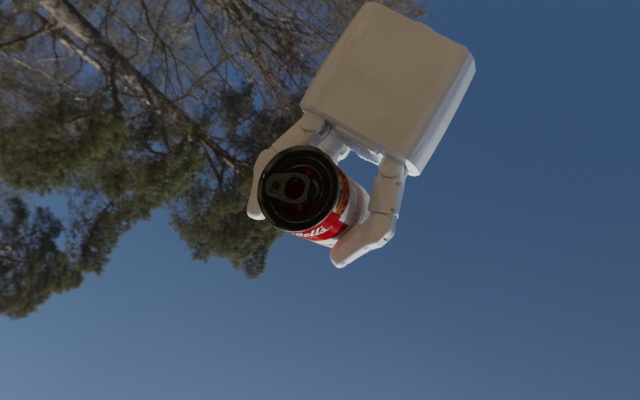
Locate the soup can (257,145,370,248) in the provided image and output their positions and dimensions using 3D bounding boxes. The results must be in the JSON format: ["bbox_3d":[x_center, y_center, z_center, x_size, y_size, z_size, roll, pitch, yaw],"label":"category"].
[{"bbox_3d":[0.000,0.002,0.405,0.068,0.068,0.102,0,-13,21],"label":"soup can"}]
